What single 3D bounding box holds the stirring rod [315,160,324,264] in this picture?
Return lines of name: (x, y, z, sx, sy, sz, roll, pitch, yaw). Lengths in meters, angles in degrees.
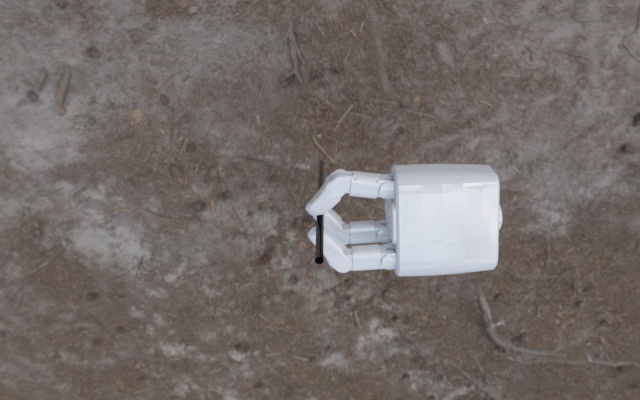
stirring rod: (0.000, 0.002, 0.547, 0.011, 0.011, 0.239, 0, 26, 1)
